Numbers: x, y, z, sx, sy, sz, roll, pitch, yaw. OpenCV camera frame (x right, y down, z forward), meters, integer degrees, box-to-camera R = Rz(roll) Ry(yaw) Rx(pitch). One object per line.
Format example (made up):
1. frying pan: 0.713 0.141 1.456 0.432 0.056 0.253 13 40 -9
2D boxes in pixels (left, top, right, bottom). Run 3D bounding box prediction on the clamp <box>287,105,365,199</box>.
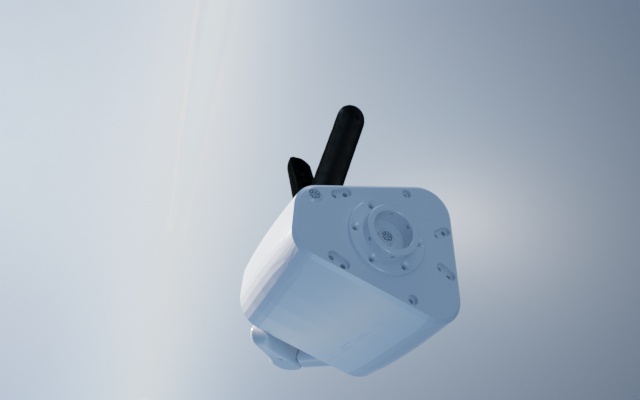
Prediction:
1. clamp: -0.001 0.001 0.416 0.039 0.171 0.120 13 -36 -20
